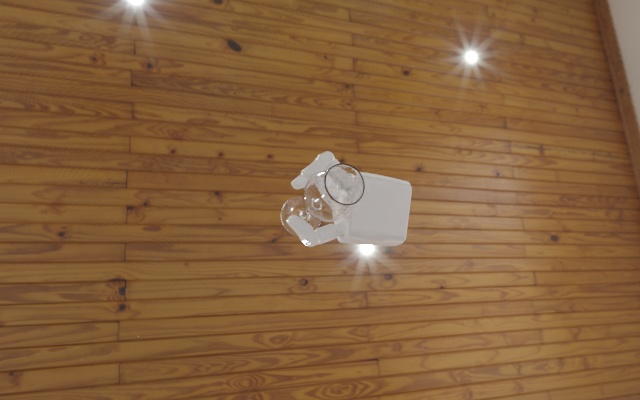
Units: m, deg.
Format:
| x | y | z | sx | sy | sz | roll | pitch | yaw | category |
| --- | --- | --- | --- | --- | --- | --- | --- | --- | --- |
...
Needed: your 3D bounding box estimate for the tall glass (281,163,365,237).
| x | y | z | sx | sy | sz | roll | pitch | yaw | category |
| --- | --- | --- | --- | --- | --- | --- | --- | --- | --- |
| 0.000 | 0.003 | 0.756 | 0.079 | 0.079 | 0.201 | 0 | -15 | -21 | tall glass |
